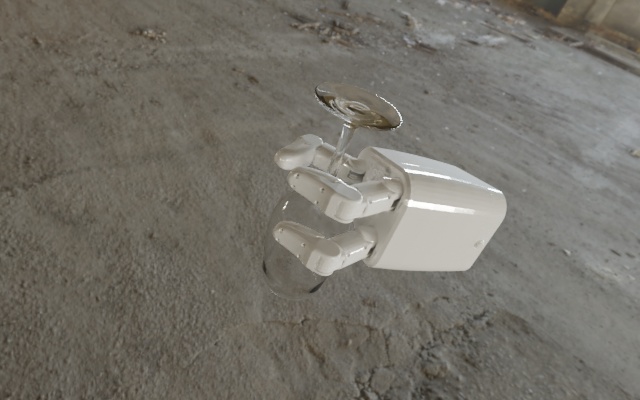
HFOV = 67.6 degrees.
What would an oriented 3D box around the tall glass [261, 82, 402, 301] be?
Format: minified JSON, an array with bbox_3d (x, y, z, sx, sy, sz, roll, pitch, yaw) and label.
[{"bbox_3d":[0.000,0.001,0.432,0.079,0.201,0.079,15,34,-10],"label":"tall glass"}]
